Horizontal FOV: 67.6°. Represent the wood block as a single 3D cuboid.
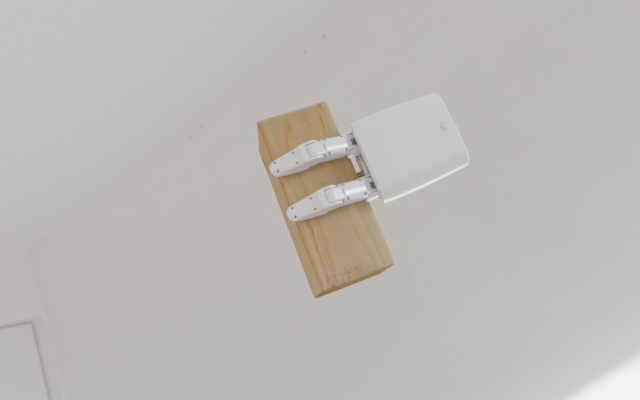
[{"bbox_3d":[0.000,0.002,0.573,0.090,0.206,0.091,-19,-14,-10],"label":"wood block"}]
